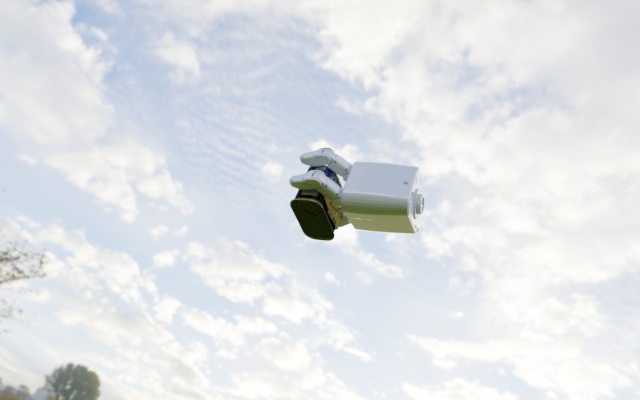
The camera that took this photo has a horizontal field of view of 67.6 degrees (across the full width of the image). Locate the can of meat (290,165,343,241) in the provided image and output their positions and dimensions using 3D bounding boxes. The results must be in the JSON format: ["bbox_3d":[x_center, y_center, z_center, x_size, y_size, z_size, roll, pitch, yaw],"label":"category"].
[{"bbox_3d":[0.000,0.002,0.791,0.057,0.084,0.102,3,-41,25],"label":"can of meat"}]
